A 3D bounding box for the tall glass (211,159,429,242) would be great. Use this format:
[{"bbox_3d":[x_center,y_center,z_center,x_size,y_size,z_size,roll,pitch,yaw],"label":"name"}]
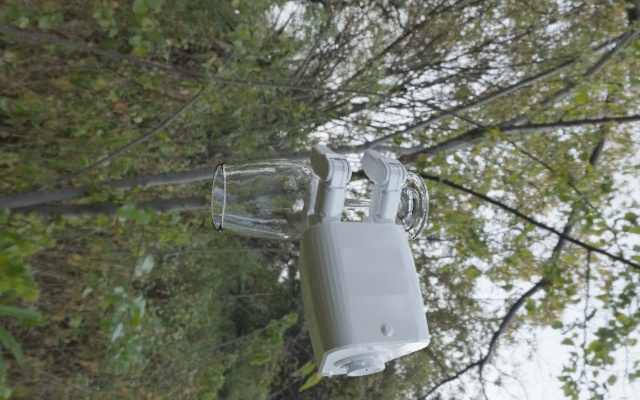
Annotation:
[{"bbox_3d":[0.001,0.001,0.464,0.201,0.079,0.079,3,-1,-22],"label":"tall glass"}]
